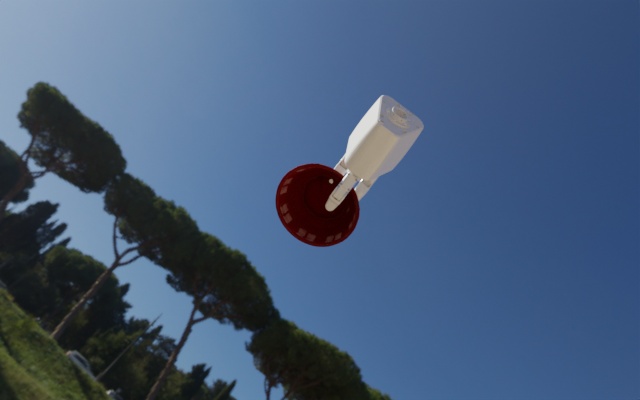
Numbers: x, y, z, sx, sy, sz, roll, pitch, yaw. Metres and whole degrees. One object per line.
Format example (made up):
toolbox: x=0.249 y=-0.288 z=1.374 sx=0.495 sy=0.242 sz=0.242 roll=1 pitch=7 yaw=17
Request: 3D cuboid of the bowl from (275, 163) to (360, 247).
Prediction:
bowl: x=-0.001 y=0.004 z=0.893 sx=0.162 sy=0.162 sz=0.055 roll=0 pitch=19 yaw=19
